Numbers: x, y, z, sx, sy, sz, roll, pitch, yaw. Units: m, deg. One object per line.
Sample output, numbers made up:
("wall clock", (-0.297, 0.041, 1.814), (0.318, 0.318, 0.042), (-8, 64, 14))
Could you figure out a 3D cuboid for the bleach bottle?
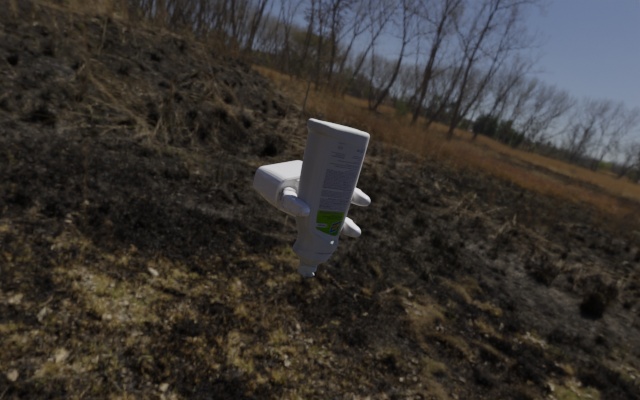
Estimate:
("bleach bottle", (0.000, 0.003, 0.771), (0.102, 0.251, 0.068), (7, 14, -34))
